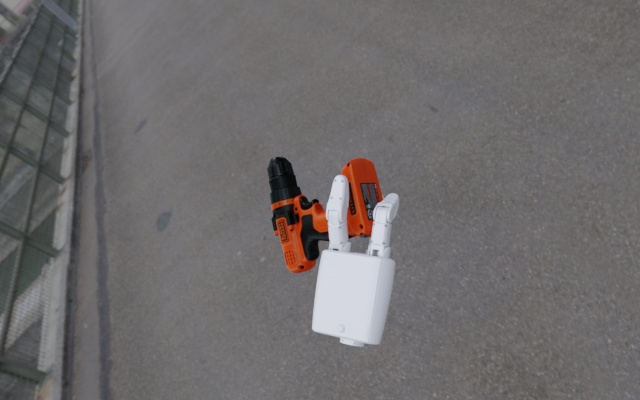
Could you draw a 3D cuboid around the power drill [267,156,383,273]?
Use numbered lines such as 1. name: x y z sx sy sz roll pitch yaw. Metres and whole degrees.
1. power drill: 0.000 0.002 0.695 0.057 0.184 0.188 -7 -10 -46
